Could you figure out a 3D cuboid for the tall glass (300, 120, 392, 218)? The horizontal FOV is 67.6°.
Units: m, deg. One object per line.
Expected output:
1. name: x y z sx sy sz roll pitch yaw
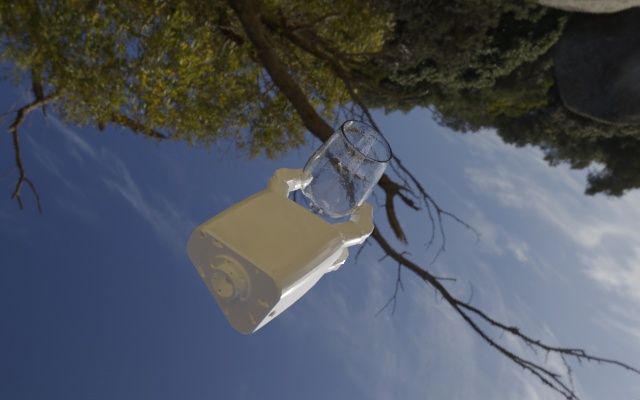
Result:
1. tall glass: 0.000 0.002 0.549 0.079 0.079 0.201 0 -40 -40
